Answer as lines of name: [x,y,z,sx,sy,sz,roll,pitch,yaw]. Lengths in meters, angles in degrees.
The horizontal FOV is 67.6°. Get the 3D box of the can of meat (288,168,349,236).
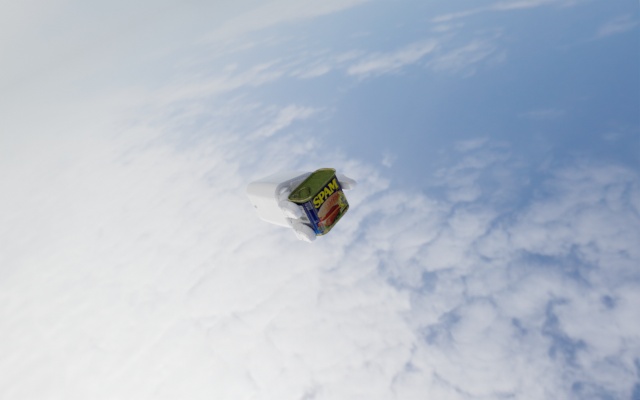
can of meat: [0.000,0.003,0.876,0.057,0.084,0.102,4,40,44]
